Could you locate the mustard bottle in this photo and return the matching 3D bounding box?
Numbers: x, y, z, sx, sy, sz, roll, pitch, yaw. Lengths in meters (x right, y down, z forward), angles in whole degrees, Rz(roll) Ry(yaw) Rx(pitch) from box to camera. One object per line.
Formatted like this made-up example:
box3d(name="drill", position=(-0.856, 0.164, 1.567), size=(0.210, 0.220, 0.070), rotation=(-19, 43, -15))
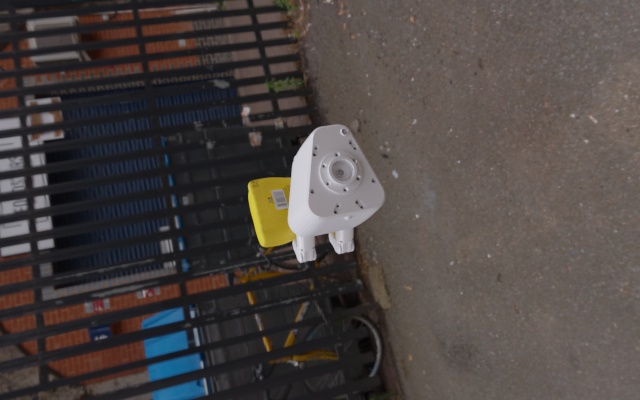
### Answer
box3d(name="mustard bottle", position=(0.000, 0.002, 0.673), size=(0.191, 0.096, 0.058), rotation=(-10, -35, -14))
